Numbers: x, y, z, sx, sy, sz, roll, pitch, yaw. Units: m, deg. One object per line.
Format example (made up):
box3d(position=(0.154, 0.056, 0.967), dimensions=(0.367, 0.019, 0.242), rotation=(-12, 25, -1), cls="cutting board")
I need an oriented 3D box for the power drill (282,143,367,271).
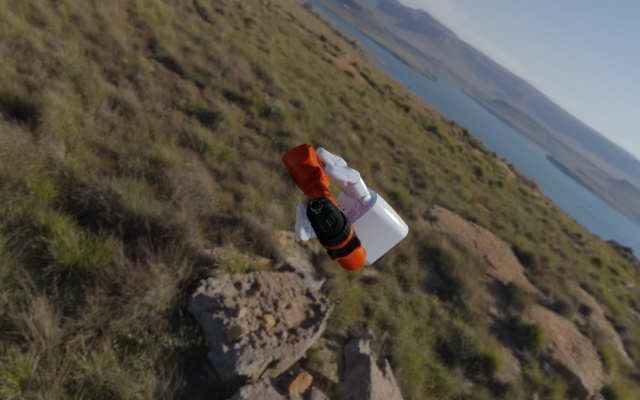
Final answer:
box3d(position=(0.000, 0.002, 0.727), dimensions=(0.057, 0.187, 0.184), rotation=(-26, -36, 3), cls="power drill")
